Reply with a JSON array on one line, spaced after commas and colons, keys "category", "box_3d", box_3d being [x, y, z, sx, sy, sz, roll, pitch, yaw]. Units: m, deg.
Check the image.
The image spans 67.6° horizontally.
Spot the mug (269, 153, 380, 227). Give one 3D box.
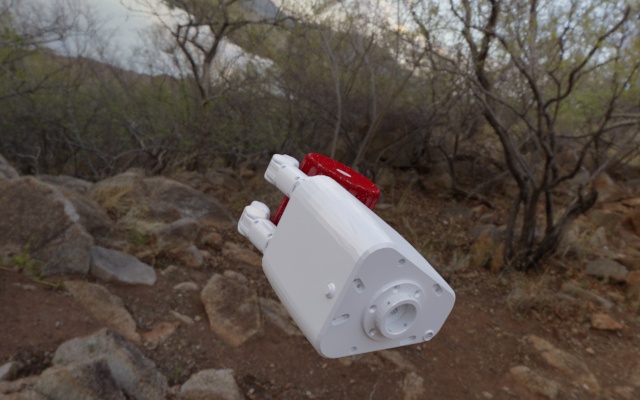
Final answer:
[{"category": "mug", "box_3d": [0.000, 0.001, 0.476, 0.093, 0.081, 0.117, 19, 16, -35]}]
